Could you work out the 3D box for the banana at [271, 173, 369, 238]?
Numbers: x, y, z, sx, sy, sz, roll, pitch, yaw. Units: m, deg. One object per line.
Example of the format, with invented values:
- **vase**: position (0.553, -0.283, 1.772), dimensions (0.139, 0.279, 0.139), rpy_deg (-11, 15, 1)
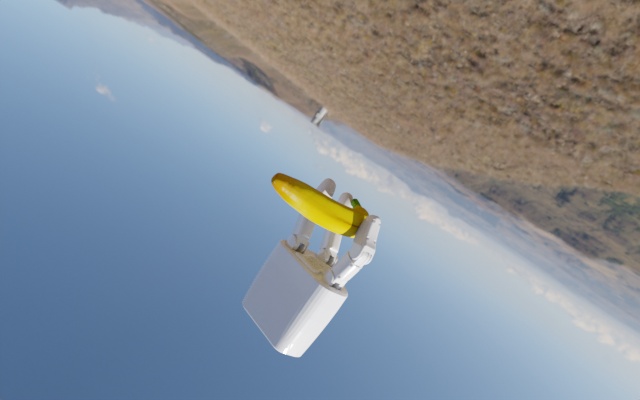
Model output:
- **banana**: position (0.014, 0.013, 0.584), dimensions (0.069, 0.037, 0.198), rpy_deg (41, 11, 30)
